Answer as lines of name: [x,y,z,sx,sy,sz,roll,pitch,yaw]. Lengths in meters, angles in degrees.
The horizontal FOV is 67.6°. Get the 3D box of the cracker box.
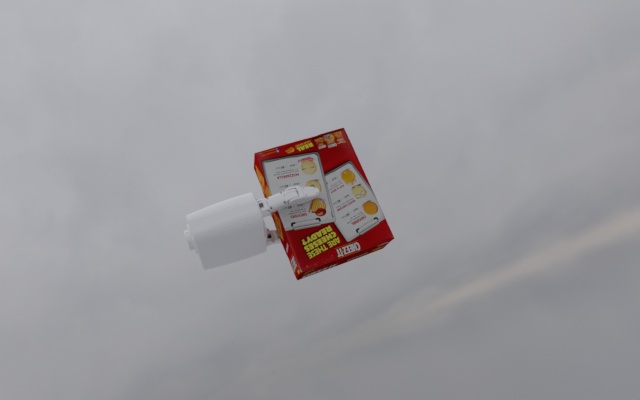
cracker box: [0.000,0.002,0.794,0.164,0.213,0.072,-18,-17,-15]
